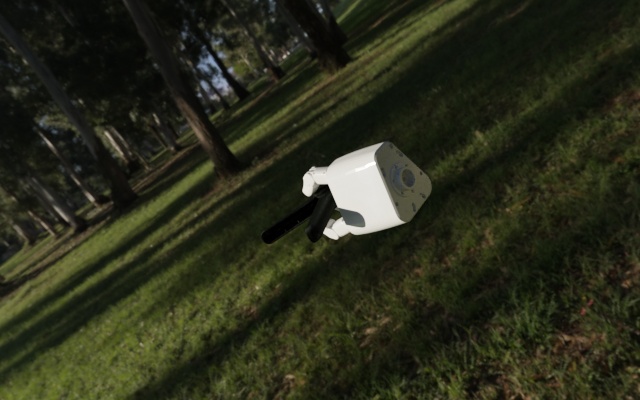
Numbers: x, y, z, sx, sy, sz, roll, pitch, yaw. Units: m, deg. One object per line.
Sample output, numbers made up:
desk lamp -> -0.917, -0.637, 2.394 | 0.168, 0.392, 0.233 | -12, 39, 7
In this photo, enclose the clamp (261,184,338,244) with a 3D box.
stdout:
clamp -> 0.000, 0.002, 0.779 | 0.164, 0.036, 0.210 | -14, 27, 51
